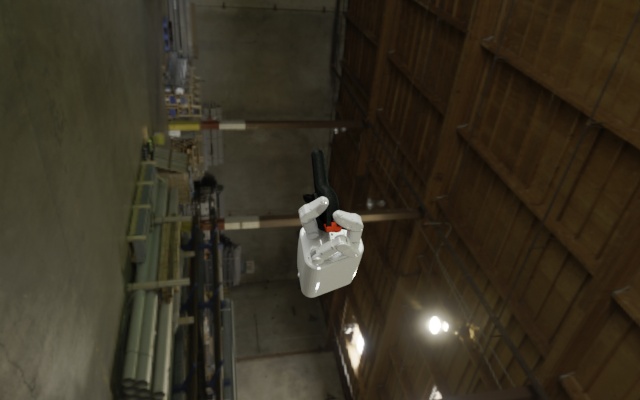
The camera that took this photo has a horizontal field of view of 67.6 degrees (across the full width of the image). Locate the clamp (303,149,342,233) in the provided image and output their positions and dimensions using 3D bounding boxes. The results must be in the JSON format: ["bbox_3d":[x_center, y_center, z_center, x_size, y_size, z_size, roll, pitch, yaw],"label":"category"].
[{"bbox_3d":[0.001,0.003,0.876,0.039,0.171,0.120,-3,-41,-12],"label":"clamp"}]
